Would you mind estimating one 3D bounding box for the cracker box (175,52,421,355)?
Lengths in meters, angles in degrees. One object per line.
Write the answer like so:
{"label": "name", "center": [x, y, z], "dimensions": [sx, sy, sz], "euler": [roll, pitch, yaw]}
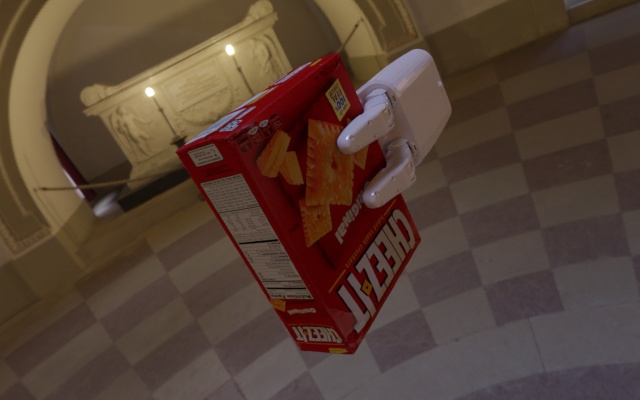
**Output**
{"label": "cracker box", "center": [0.000, 0.001, 0.429], "dimensions": [0.072, 0.214, 0.164], "euler": [-9, 28, 41]}
